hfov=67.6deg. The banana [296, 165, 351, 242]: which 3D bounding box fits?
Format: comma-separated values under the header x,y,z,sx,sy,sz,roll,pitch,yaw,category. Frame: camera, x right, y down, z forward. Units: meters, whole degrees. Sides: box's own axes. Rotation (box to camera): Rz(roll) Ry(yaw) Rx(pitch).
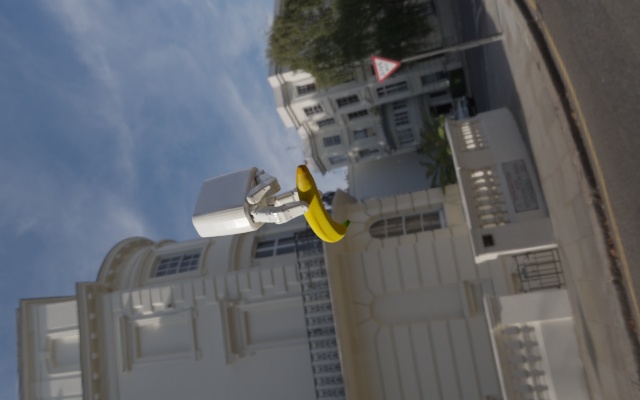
x,y,z,sx,sy,sz,roll,pitch,yaw,category
0.000,0.020,0.807,0.037,0.069,0.198,-10,-35,21,banana
